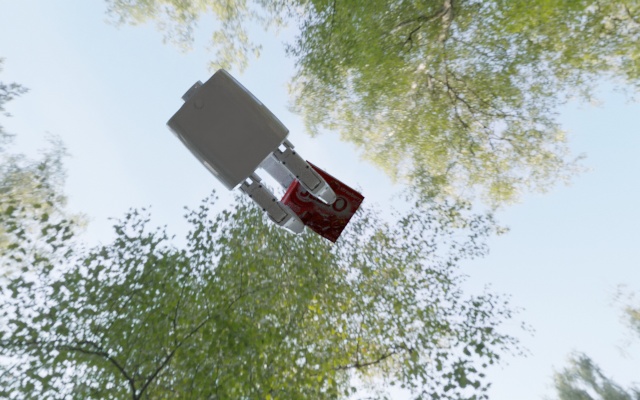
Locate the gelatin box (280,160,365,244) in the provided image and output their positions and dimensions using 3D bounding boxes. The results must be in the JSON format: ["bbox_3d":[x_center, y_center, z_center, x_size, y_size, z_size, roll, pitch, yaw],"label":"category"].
[{"bbox_3d":[0.000,0.002,0.610,0.089,0.073,0.030,31,7,-18],"label":"gelatin box"}]
